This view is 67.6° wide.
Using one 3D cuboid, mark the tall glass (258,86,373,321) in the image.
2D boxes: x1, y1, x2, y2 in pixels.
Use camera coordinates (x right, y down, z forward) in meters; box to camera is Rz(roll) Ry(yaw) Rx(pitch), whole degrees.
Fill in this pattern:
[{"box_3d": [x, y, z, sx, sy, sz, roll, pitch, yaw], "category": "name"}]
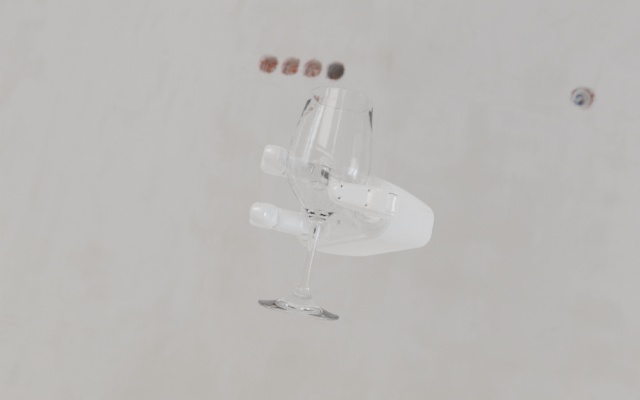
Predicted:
[{"box_3d": [0.000, 0.002, 0.438, 0.079, 0.201, 0.079, 11, -6, 1], "category": "tall glass"}]
